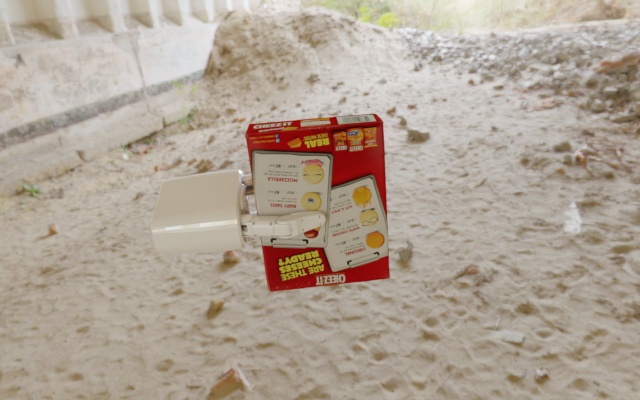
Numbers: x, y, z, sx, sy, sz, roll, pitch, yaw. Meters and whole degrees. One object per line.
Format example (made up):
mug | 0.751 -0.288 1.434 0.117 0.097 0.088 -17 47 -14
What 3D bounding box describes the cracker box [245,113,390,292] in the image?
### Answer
cracker box | 0.000 0.002 0.617 0.164 0.214 0.072 -6 22 -1
